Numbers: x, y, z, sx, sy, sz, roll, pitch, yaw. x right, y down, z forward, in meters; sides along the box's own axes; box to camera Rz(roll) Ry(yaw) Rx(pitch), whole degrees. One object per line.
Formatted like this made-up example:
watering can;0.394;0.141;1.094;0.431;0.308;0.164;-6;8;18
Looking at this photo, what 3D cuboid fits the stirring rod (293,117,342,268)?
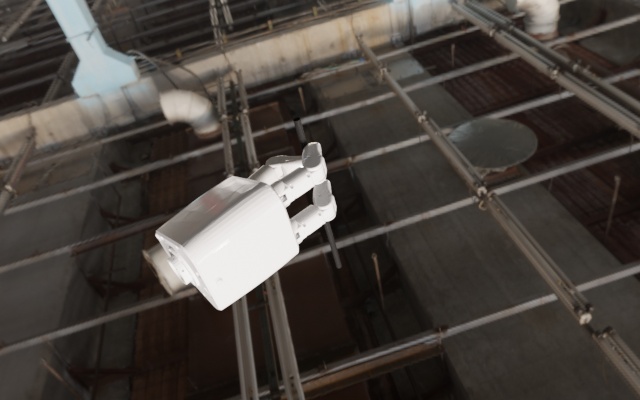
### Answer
stirring rod;0.000;0.002;0.594;0.011;0.240;0.011;-10;39;8
